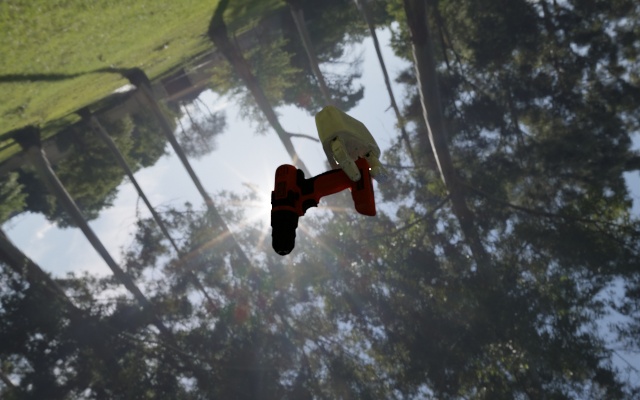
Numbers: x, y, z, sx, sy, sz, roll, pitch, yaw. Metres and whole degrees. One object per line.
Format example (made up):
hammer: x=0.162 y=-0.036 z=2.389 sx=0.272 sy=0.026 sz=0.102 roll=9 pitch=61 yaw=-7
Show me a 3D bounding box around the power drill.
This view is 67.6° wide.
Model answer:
power drill: x=0.001 y=0.002 z=0.841 sx=0.187 sy=0.184 sz=0.057 roll=-9 pitch=-33 yaw=13
